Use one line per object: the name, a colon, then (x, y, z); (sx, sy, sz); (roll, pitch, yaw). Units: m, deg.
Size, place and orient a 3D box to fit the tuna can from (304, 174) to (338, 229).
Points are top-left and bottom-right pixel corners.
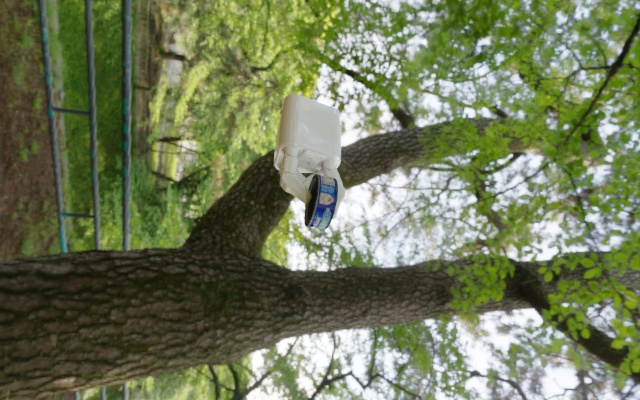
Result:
tuna can: (0.001, 0.003, 0.760); (0.034, 0.086, 0.086); (11, -2, -12)
